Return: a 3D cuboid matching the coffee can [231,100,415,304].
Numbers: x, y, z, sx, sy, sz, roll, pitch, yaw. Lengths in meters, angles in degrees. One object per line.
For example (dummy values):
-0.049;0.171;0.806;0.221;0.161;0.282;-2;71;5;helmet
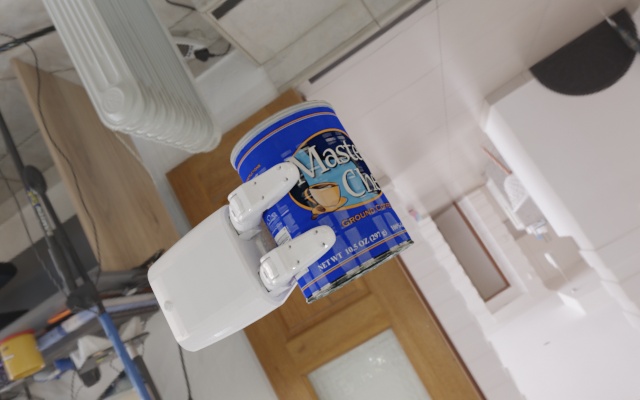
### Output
0.000;0.001;0.410;0.103;0.140;0.103;-28;-12;-7;coffee can
